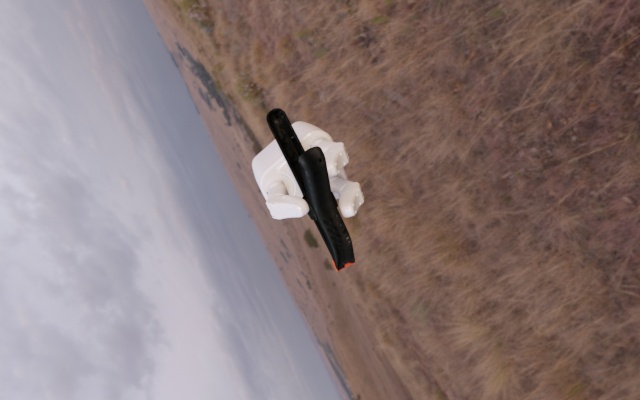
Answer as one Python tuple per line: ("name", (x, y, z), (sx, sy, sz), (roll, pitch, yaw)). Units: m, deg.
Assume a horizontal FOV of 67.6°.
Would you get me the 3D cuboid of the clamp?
("clamp", (-0.001, 0.003, 0.550), (0.036, 0.210, 0.164), (-26, 23, -6))
